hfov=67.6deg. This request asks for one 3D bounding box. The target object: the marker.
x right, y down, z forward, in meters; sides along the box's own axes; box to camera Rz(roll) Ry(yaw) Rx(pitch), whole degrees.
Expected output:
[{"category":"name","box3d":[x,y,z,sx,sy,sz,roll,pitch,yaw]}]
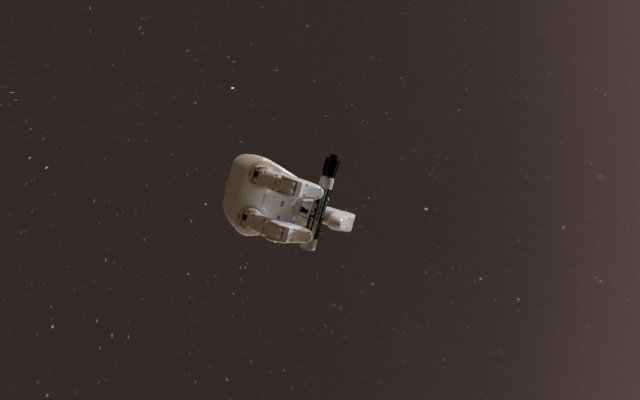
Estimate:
[{"category":"marker","box3d":[0.000,0.002,0.586,0.020,0.121,0.020,16,4,-1]}]
